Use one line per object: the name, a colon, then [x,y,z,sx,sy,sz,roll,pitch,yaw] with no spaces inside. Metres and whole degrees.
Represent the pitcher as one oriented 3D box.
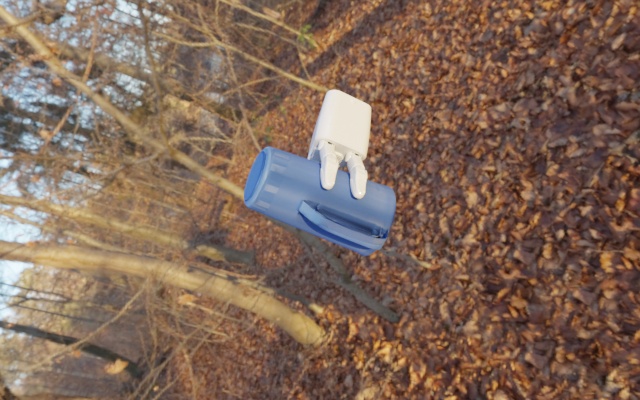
pitcher: [0.000,0.003,0.814,0.243,0.145,0.149,20,-24,-20]
